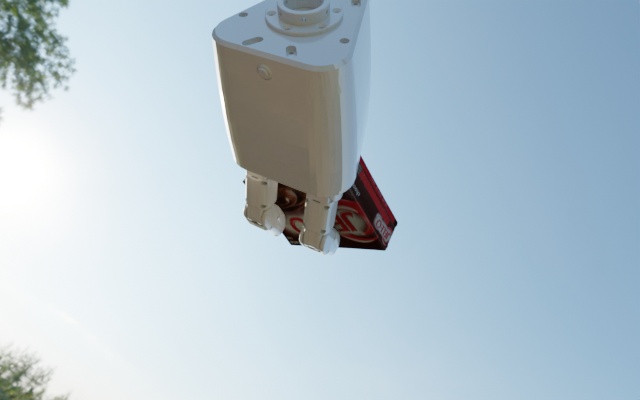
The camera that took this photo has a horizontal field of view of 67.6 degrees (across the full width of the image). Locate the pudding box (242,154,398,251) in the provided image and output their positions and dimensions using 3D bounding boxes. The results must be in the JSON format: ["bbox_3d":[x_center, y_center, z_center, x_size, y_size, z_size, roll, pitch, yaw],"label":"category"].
[{"bbox_3d":[0.000,0.001,0.423,0.113,0.090,0.039,1,45,41],"label":"pudding box"}]
